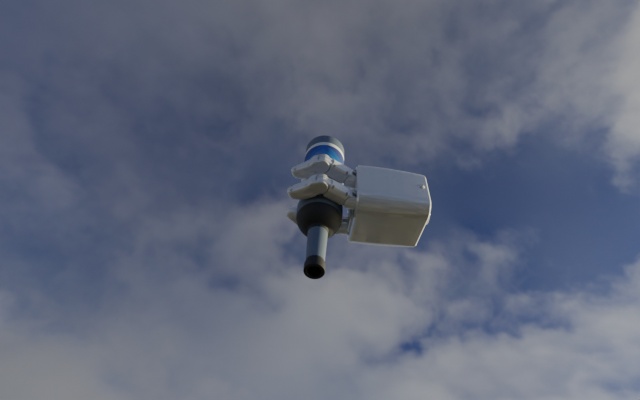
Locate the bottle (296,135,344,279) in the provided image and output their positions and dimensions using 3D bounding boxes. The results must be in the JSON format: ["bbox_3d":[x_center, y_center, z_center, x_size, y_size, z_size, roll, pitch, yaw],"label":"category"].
[{"bbox_3d":[0.000,0.002,0.713,0.069,0.069,0.295,0,36,4],"label":"bottle"}]
